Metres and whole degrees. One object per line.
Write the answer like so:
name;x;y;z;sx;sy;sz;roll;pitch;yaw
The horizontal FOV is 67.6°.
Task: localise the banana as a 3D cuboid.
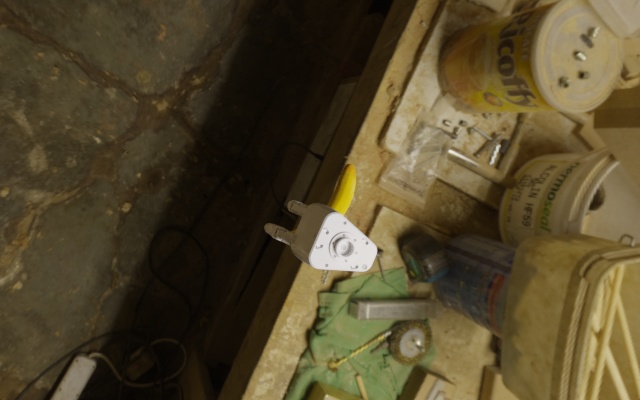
banana;0.010;0.019;0.899;0.198;0.069;0.037;-44;13;-8
